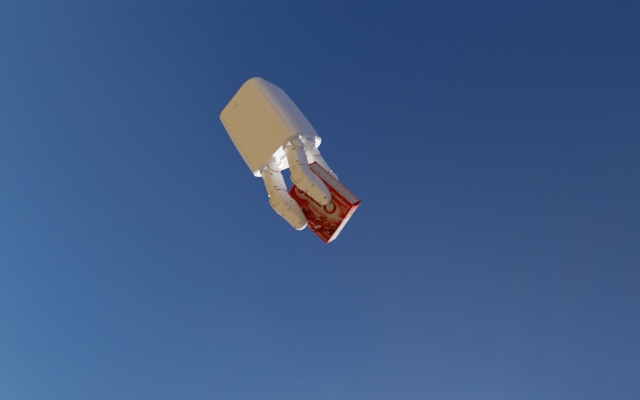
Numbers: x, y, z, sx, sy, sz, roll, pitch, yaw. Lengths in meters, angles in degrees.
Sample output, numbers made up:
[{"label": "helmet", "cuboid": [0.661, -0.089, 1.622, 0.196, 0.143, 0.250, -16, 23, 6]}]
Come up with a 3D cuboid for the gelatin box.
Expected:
[{"label": "gelatin box", "cuboid": [0.001, 0.002, 0.653, 0.089, 0.073, 0.030, 42, 31, 15]}]
